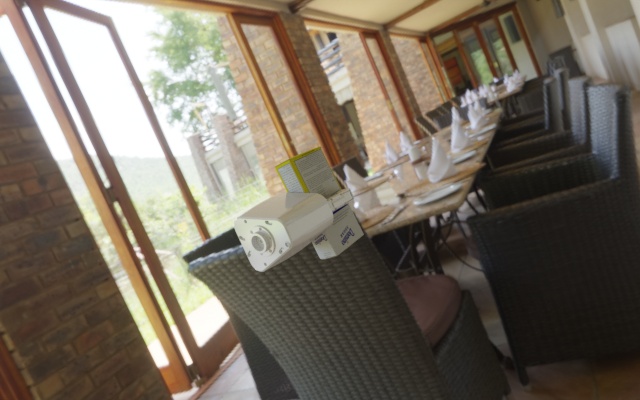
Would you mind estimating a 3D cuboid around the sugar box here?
[{"bbox_3d":[0.000,0.003,0.811,0.048,0.176,0.093,-19,7,40],"label":"sugar box"}]
